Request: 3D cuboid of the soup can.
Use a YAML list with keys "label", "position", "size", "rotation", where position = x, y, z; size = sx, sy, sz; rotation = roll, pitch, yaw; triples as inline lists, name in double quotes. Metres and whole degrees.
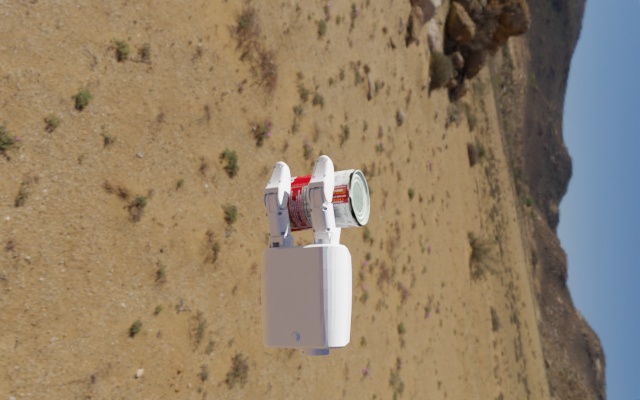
- label: "soup can"
  position: [0.000, 0.001, 0.567]
  size: [0.102, 0.068, 0.068]
  rotation: [-6, -3, 23]
